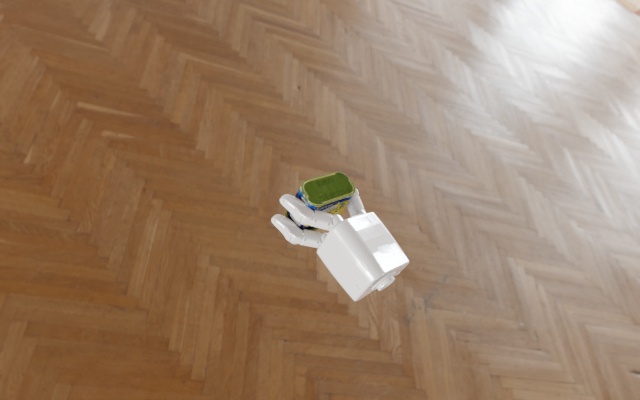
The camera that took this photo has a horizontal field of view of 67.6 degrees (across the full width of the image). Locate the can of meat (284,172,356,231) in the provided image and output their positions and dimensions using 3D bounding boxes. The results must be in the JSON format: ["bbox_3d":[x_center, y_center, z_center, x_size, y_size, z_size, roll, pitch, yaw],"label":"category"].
[{"bbox_3d":[0.000,0.002,0.801,0.102,0.057,0.084,-18,-26,-33],"label":"can of meat"}]
